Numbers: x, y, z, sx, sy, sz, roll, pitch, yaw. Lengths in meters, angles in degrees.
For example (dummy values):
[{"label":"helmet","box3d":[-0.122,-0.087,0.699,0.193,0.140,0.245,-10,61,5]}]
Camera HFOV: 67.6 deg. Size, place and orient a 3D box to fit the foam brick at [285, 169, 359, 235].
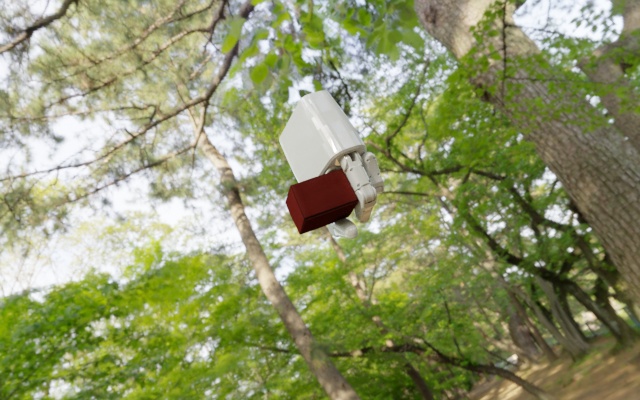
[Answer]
[{"label":"foam brick","box3d":[0.000,0.002,0.623,0.078,0.051,0.053,-19,-20,-20]}]
